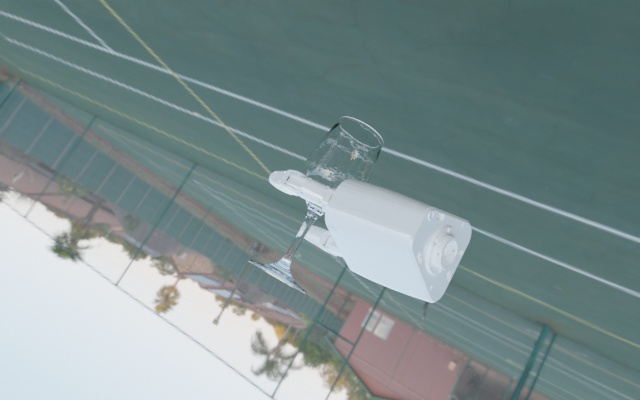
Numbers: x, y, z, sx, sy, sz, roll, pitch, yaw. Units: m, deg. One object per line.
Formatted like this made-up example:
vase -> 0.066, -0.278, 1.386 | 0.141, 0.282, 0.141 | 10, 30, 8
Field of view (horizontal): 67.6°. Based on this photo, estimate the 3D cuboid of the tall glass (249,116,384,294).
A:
tall glass -> 0.000, 0.002, 0.555 | 0.079, 0.201, 0.079 | 28, -11, 6
